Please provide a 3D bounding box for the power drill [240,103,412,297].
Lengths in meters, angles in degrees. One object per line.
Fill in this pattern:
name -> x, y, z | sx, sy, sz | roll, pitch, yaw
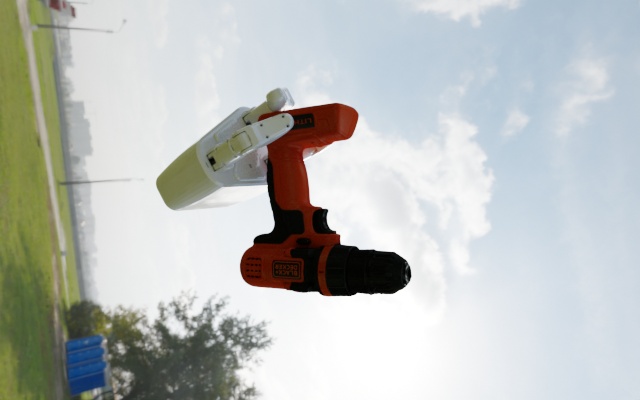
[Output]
power drill -> 0.000, 0.001, 0.480 | 0.184, 0.187, 0.057 | -2, -5, 26
